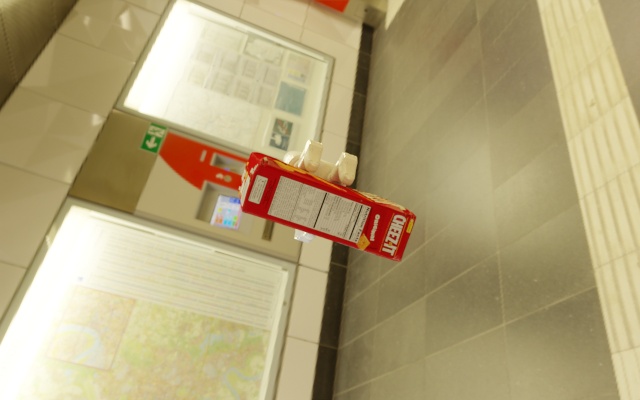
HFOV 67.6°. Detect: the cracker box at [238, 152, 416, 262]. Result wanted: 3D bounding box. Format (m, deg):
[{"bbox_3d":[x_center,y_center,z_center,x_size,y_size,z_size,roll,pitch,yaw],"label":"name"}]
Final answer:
[{"bbox_3d":[0.000,0.002,0.652,0.214,0.072,0.164,18,5,-13],"label":"cracker box"}]
